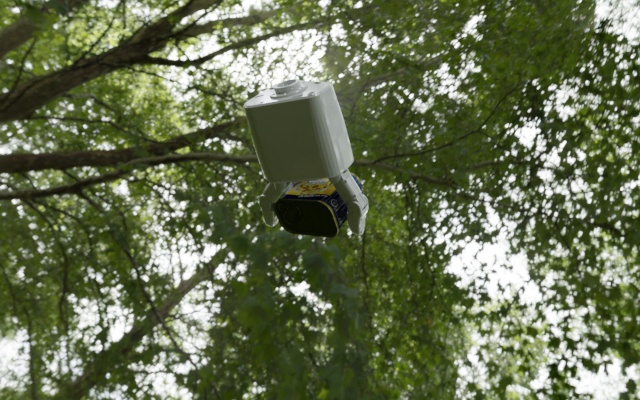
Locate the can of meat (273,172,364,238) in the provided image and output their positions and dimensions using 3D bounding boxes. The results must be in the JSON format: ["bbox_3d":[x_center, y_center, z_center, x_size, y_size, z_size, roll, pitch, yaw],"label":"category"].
[{"bbox_3d":[0.000,0.002,0.667,0.102,0.057,0.084,2,34,38],"label":"can of meat"}]
